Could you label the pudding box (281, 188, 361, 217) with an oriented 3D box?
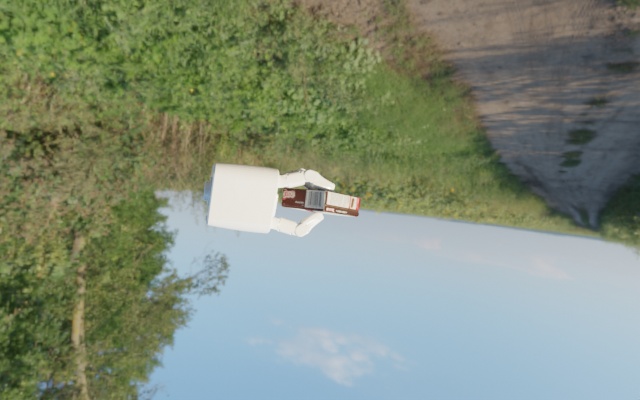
[{"bbox_3d":[0.000,0.003,0.843,0.090,0.039,0.113,9,-1,-44],"label":"pudding box"}]
